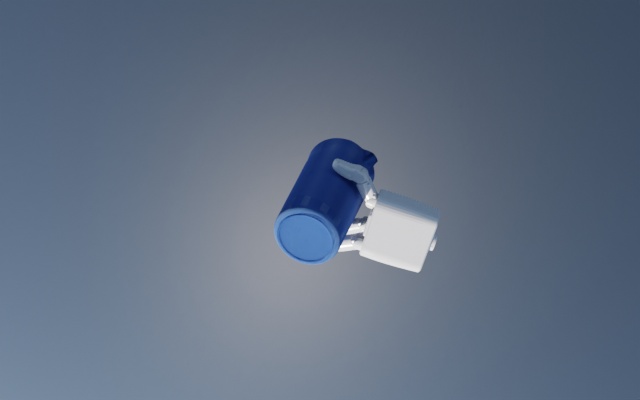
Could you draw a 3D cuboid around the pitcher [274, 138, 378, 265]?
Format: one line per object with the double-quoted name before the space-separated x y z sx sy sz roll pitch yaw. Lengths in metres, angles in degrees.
"pitcher" 0.000 0.003 0.828 0.145 0.149 0.242 19 34 6
